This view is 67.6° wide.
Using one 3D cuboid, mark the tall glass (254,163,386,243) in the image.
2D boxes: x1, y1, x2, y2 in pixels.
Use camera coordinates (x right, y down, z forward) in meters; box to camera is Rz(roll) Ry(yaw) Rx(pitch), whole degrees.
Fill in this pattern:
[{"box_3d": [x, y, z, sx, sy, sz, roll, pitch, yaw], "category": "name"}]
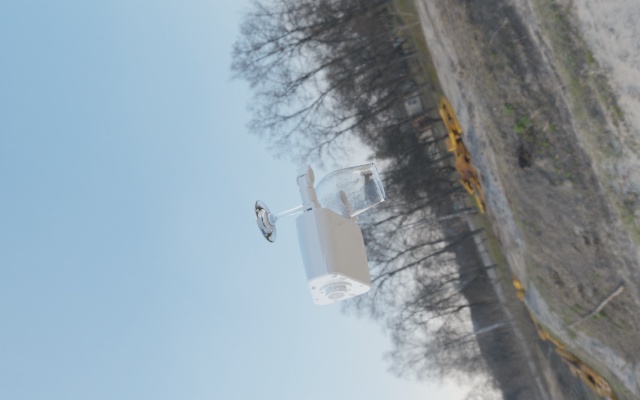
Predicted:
[{"box_3d": [-0.001, 0.003, 0.763, 0.201, 0.079, 0.079, -20, -5, 13], "category": "tall glass"}]
